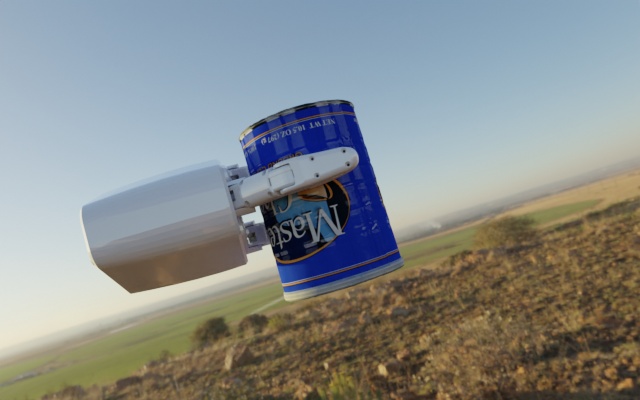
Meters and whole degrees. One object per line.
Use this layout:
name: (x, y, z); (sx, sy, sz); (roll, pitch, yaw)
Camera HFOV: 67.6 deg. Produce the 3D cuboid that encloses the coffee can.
coffee can: (0.000, 0.001, 0.401); (0.103, 0.140, 0.103); (-17, -5, -2)
